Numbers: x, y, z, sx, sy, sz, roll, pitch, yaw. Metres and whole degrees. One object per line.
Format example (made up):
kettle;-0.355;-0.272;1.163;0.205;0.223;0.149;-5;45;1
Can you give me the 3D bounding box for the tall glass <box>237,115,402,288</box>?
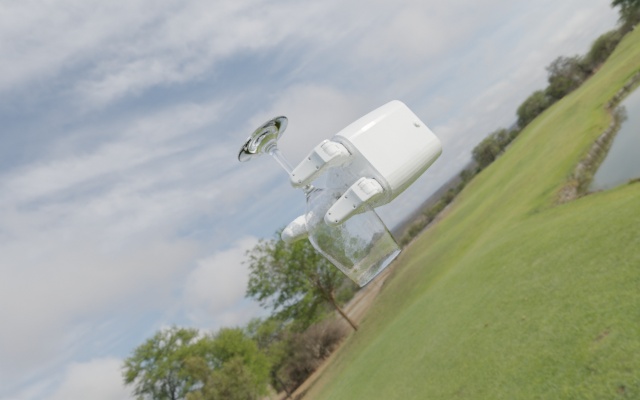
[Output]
tall glass;0.000;0.001;0.533;0.079;0.201;0.079;-41;-9;-8
